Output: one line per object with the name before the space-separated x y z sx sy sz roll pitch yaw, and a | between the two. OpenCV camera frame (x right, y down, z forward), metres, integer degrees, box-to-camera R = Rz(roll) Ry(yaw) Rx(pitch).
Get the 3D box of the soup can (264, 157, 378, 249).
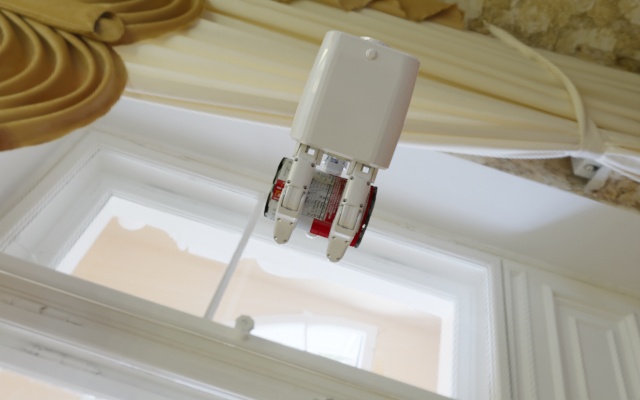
soup can | 0.000 0.002 0.493 0.102 0.068 0.068 18 0 0
